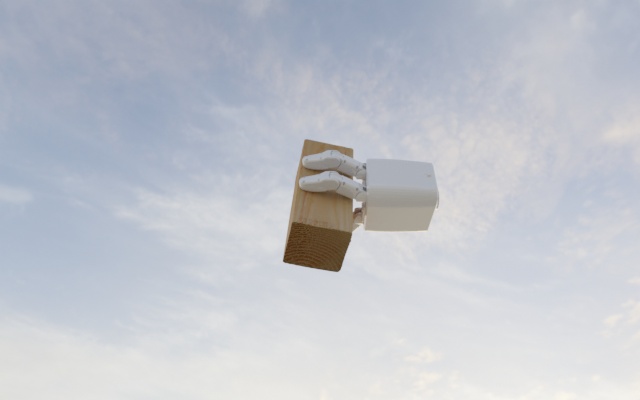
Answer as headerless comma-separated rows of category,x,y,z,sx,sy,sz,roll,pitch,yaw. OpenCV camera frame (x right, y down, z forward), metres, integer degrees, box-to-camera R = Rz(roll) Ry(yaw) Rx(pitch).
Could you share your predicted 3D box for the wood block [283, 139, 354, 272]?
wood block,0.000,0.003,0.767,0.090,0.091,0.206,11,41,-5
